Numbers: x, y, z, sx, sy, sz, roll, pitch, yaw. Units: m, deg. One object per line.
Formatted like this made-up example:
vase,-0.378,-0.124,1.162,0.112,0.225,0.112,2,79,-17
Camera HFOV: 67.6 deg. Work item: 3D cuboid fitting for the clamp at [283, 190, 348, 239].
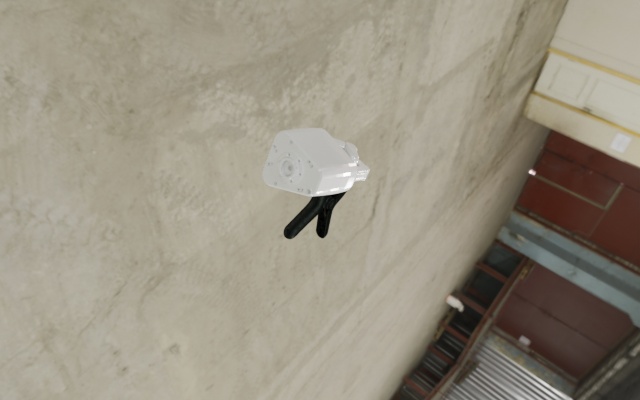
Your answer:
clamp,0.001,0.003,0.848,0.039,0.171,0.120,33,24,25
